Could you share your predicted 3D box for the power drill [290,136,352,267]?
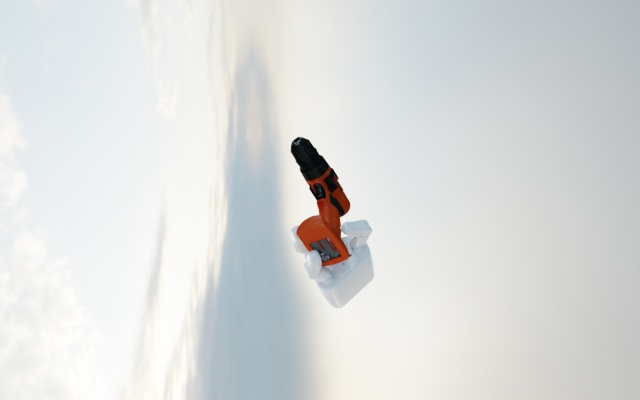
[{"bbox_3d":[0.000,0.003,0.813,0.057,0.184,0.187,-21,37,20],"label":"power drill"}]
